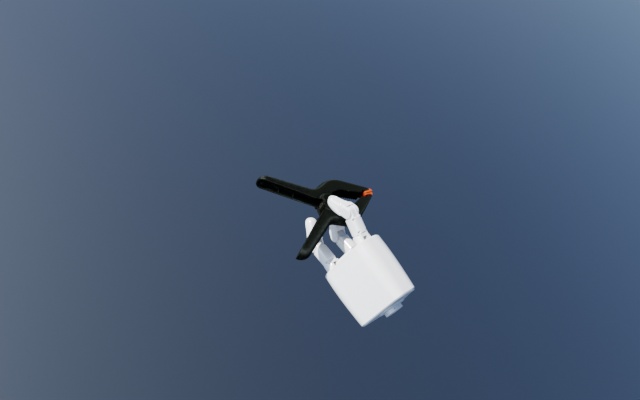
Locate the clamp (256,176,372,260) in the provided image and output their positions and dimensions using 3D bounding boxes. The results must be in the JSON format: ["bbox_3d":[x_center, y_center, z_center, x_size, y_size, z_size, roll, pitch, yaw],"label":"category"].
[{"bbox_3d":[0.001,0.002,0.828,0.210,0.164,0.036,-21,-24,-38],"label":"clamp"}]
